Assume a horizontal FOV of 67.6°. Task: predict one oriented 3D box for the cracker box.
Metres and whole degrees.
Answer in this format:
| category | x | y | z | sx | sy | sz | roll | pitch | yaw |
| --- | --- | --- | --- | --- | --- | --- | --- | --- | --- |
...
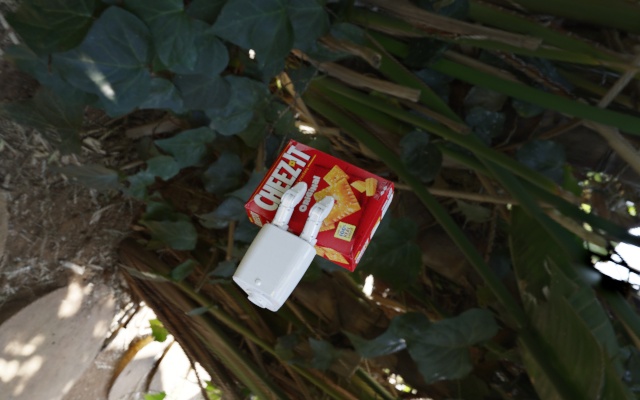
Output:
| category | x | y | z | sx | sy | sz | roll | pitch | yaw |
| --- | --- | --- | --- | --- | --- | --- | --- | --- | --- |
| cracker box | 0.000 | 0.003 | 0.847 | 0.213 | 0.164 | 0.072 | 25 | -24 | 16 |
